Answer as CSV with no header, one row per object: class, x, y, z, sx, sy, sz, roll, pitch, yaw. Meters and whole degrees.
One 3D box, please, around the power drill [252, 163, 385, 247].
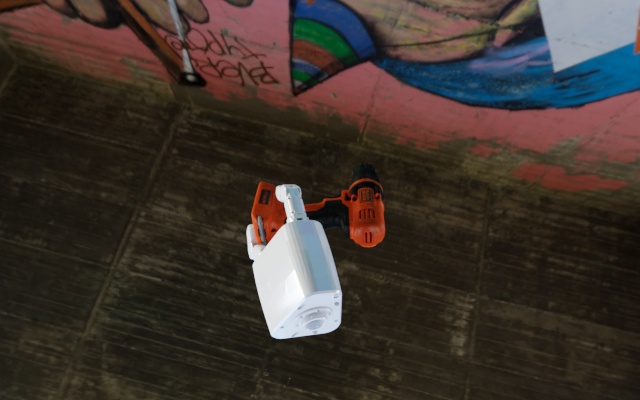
power drill,0.000,0.003,0.706,0.187,0.057,0.184,-5,31,6
